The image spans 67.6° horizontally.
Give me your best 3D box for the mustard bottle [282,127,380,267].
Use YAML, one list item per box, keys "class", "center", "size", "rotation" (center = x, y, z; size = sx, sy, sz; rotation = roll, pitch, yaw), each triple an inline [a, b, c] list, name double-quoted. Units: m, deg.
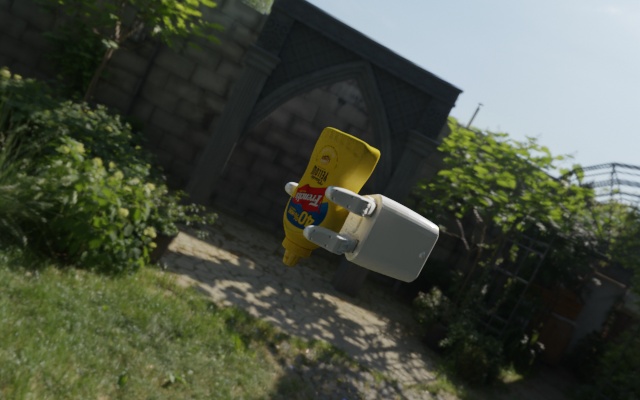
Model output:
- class: "mustard bottle"
  center: [0.000, 0.002, 0.641]
  size: [0.058, 0.191, 0.096]
  rotation: [22, 7, -43]
